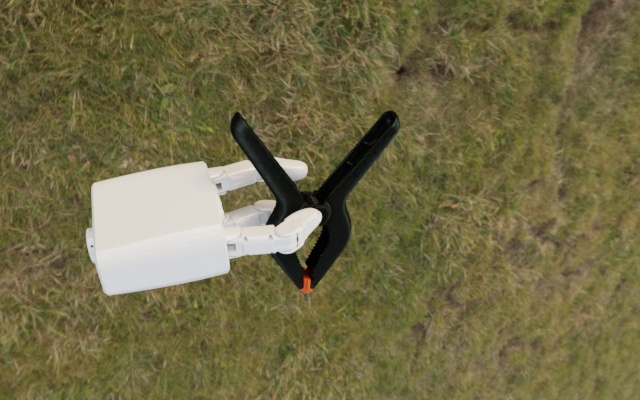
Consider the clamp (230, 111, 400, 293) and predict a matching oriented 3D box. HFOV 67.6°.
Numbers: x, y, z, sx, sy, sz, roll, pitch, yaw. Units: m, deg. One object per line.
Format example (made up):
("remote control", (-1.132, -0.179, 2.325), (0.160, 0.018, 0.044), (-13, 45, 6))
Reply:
("clamp", (0.000, 0.003, 0.489), (0.164, 0.210, 0.036), (-10, 32, -14))
